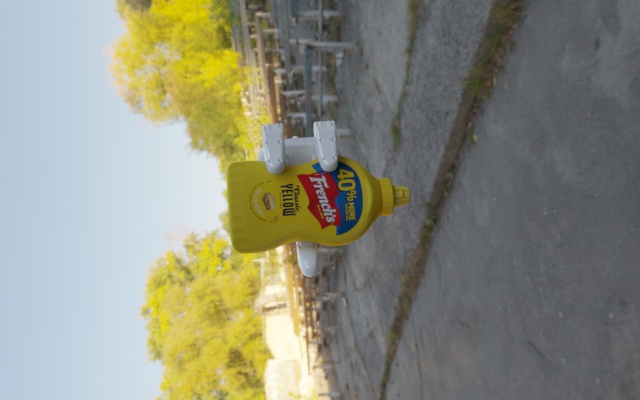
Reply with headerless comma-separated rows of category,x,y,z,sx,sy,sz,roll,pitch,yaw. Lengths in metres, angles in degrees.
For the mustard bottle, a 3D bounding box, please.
mustard bottle,0.000,0.002,0.509,0.191,0.096,0.058,-4,-11,-4
